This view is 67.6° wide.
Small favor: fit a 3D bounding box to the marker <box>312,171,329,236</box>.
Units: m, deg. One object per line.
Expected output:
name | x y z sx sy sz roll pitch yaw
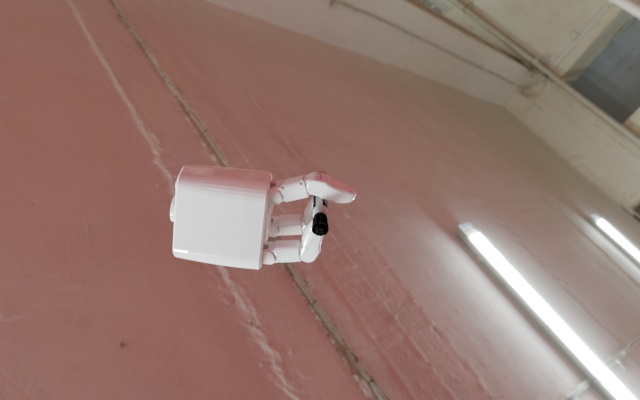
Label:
marker | 0.000 0.002 0.566 0.020 0.020 0.121 0 33 1
